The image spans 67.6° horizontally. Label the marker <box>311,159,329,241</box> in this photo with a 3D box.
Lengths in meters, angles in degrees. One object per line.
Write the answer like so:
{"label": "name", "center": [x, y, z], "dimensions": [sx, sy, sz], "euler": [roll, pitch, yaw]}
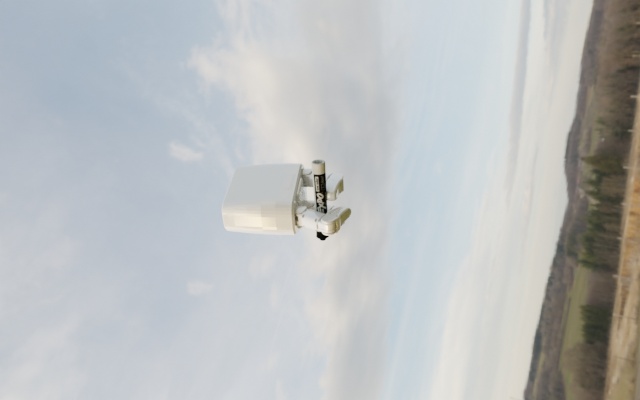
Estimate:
{"label": "marker", "center": [0.000, 0.002, 0.667], "dimensions": [0.020, 0.121, 0.020], "euler": [-3, 26, 1]}
